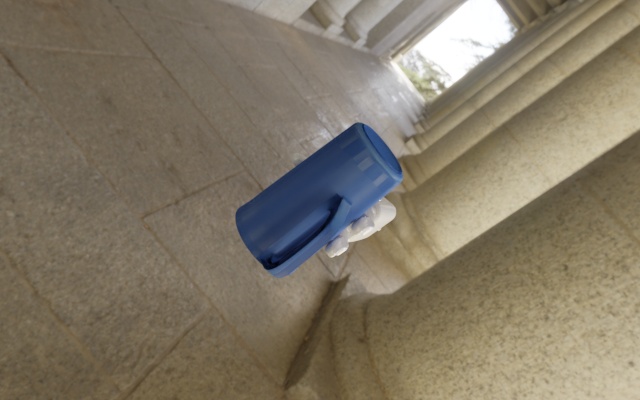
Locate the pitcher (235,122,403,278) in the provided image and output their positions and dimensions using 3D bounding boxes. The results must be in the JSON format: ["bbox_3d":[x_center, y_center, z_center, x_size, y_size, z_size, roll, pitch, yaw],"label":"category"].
[{"bbox_3d":[0.000,0.002,0.711,0.243,0.149,0.145,-38,-19,19],"label":"pitcher"}]
